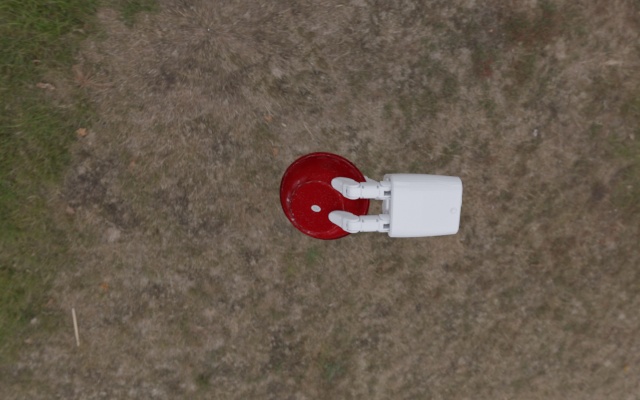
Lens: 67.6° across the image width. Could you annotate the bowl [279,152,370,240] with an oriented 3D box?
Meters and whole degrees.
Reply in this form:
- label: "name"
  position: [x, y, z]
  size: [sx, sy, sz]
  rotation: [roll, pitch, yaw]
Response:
- label: "bowl"
  position: [-0.001, 0.003, 0.803]
  size: [0.162, 0.162, 0.055]
  rotation: [0, 20, 14]
